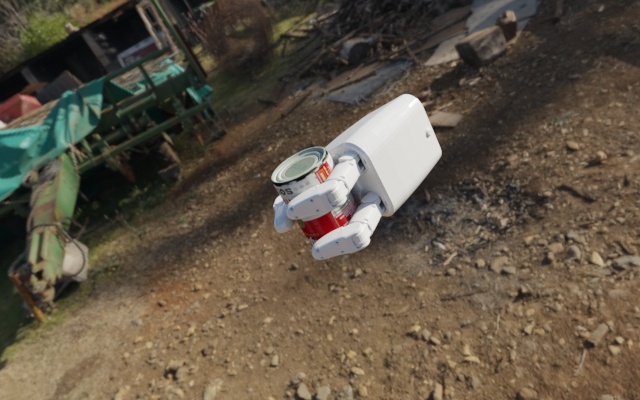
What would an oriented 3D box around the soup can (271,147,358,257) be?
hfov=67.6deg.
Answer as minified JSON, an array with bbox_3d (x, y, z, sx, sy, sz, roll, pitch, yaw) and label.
[{"bbox_3d":[0.000,0.002,0.516,0.068,0.102,0.068,-24,26,13],"label":"soup can"}]
